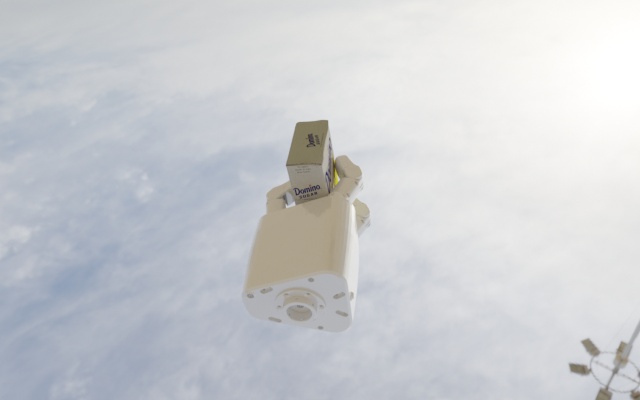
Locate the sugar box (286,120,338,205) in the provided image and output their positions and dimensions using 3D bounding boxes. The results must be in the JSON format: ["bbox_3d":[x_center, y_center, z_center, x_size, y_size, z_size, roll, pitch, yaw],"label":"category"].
[{"bbox_3d":[0.001,0.002,0.578,0.048,0.176,0.093,-2,39,8],"label":"sugar box"}]
